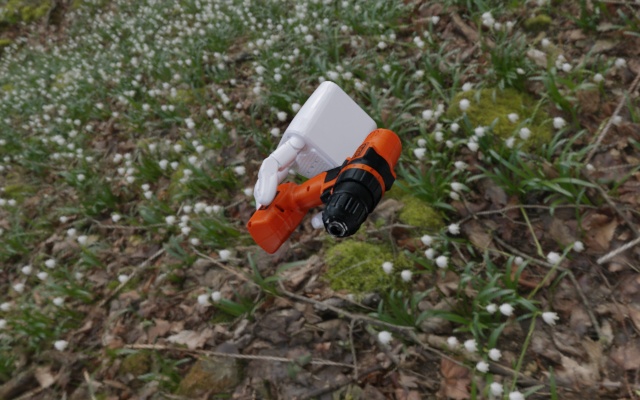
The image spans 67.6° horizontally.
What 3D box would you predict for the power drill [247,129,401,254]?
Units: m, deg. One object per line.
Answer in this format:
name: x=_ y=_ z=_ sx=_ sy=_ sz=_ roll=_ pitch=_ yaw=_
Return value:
power drill: x=0.000 y=0.002 z=0.562 sx=0.188 sy=0.057 sz=0.184 roll=-24 pitch=19 yaw=37
